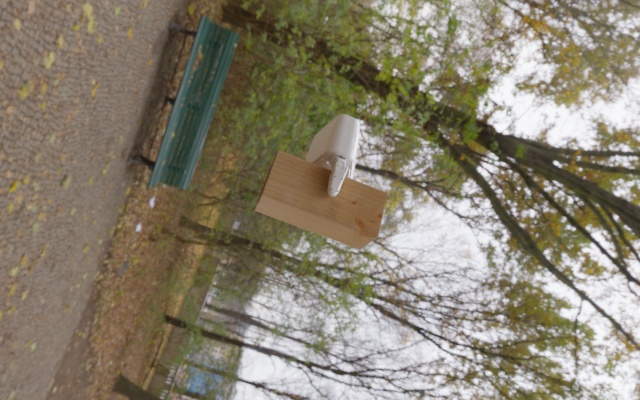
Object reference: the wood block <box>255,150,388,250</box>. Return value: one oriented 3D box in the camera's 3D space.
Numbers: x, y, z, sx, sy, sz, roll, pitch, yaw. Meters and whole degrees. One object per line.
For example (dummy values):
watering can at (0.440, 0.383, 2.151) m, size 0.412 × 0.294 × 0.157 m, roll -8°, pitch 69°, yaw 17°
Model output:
wood block at (0.000, 0.002, 0.839) m, size 0.206 × 0.090 × 0.091 m, roll 21°, pitch -24°, yaw -8°
